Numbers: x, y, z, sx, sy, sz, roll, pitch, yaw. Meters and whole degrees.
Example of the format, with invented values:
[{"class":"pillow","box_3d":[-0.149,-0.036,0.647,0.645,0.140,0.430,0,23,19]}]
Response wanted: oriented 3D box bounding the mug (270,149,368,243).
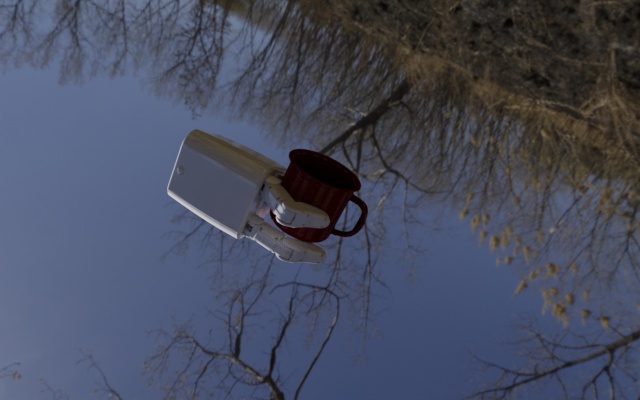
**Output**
[{"class":"mug","box_3d":[0.001,0.003,0.572,0.117,0.081,0.093,29,23,4]}]
